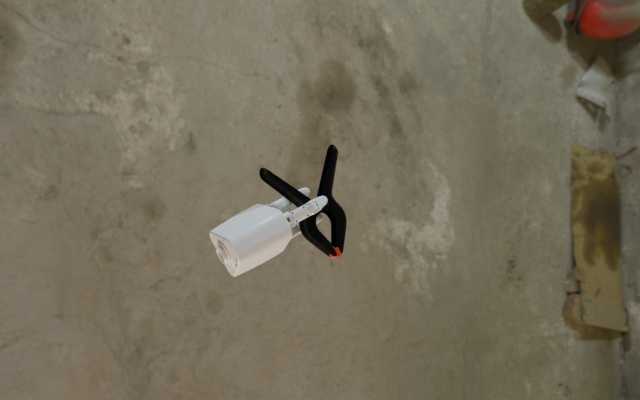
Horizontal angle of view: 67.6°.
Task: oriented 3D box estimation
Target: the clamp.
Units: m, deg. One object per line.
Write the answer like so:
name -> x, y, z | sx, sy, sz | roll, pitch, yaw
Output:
clamp -> 0.001, 0.003, 0.891 | 0.164, 0.210, 0.036 | -29, 4, -25
